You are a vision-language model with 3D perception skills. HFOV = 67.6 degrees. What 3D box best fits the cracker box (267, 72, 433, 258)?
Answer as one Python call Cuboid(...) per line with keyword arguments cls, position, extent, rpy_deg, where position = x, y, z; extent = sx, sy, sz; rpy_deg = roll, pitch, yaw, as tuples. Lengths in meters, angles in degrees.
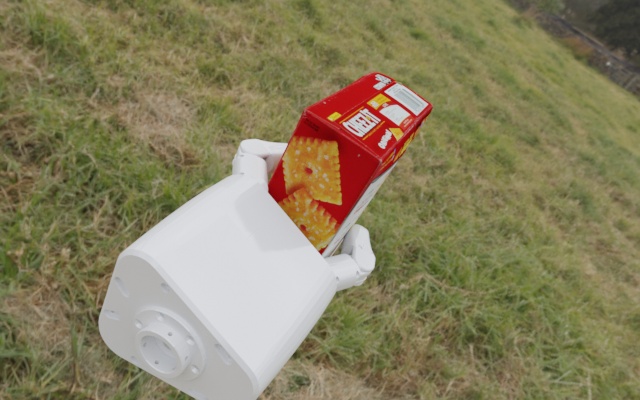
Cuboid(cls="cracker box", position=(0.000, 0.001, 0.429), extent=(0.072, 0.214, 0.164), rpy_deg=(36, 34, 7))
